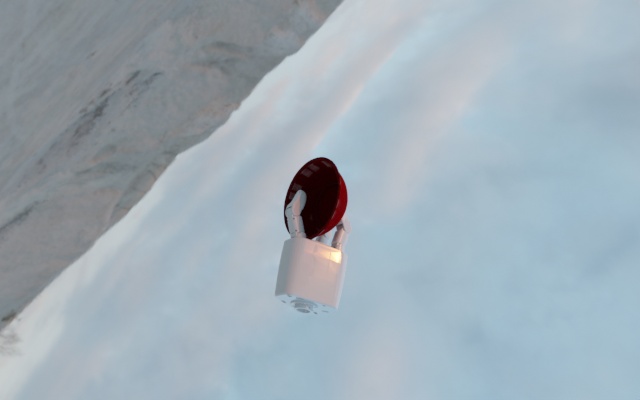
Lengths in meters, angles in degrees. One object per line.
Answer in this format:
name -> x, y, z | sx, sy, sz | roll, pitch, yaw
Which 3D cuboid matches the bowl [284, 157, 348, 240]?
bowl -> 0.001, 0.002, 0.895 | 0.055, 0.162, 0.162 | 18, -12, -38
